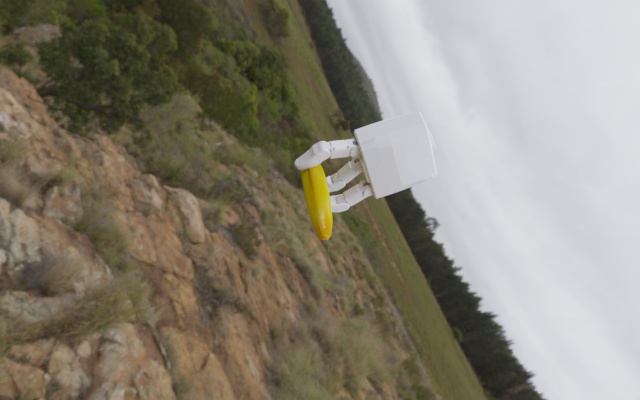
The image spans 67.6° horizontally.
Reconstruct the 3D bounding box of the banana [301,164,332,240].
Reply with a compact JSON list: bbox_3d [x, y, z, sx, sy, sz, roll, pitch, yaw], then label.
[{"bbox_3d":[-0.005,-0.015,0.738,0.037,0.070,0.197,-17,26,2],"label":"banana"}]
